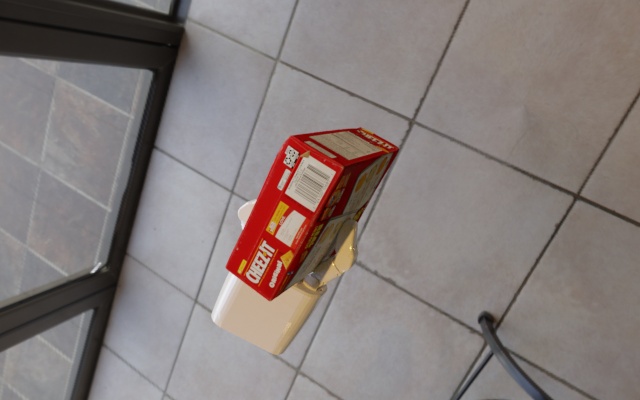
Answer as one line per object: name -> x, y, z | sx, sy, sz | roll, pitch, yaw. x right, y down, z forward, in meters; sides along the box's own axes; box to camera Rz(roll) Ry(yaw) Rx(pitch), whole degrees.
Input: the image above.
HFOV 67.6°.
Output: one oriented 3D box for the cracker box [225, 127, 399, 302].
cracker box -> 0.000, 0.002, 0.555 | 0.072, 0.164, 0.213 | 33, 21, 14
